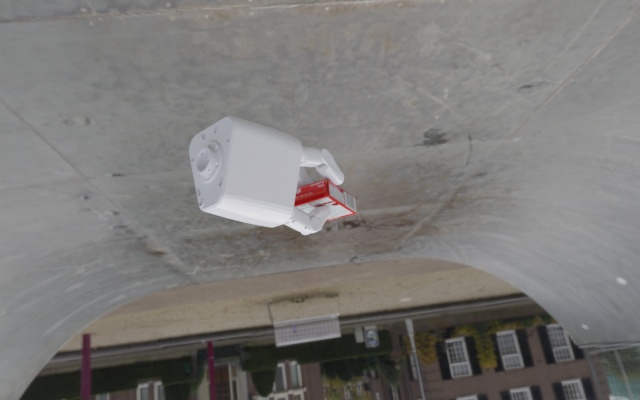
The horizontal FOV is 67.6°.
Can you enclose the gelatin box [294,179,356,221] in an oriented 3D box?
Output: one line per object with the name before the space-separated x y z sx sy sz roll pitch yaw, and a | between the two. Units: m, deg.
gelatin box | 0.000 0.003 0.693 0.073 0.030 0.089 -15 -25 26
